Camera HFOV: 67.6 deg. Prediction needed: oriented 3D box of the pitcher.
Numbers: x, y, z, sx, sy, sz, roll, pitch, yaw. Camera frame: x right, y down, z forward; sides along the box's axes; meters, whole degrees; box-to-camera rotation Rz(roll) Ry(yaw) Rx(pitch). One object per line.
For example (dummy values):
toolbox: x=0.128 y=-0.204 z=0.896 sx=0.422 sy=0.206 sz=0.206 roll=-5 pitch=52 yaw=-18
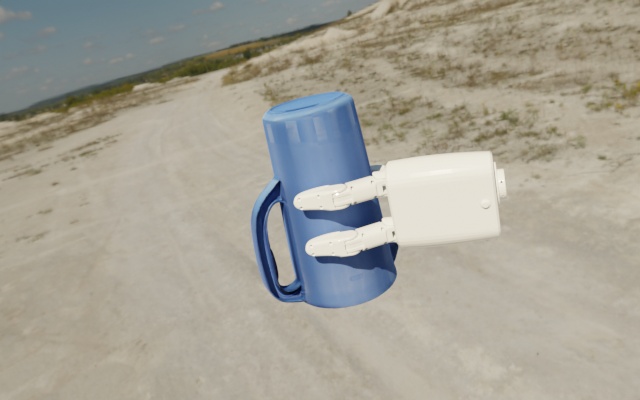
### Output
pitcher: x=0.000 y=0.002 z=0.580 sx=0.145 sy=0.243 sz=0.149 roll=-5 pitch=21 yaw=23
